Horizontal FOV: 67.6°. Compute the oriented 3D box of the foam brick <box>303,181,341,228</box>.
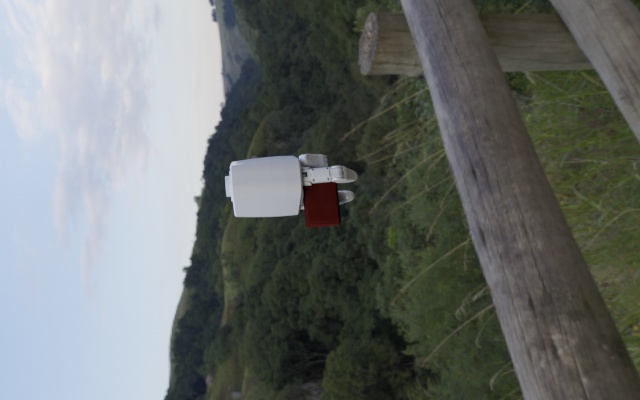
[{"bbox_3d":[0.000,0.003,0.762,0.051,0.078,0.053,-4,-8,-9],"label":"foam brick"}]
